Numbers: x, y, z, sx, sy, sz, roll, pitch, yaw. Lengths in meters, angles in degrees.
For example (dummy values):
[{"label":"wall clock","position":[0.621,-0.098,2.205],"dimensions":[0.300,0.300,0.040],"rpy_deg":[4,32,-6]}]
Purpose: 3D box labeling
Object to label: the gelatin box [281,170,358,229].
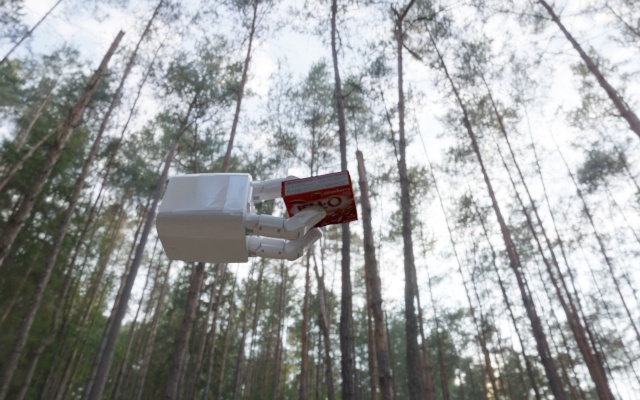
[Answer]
[{"label":"gelatin box","position":[0.000,0.002,0.615],"dimensions":[0.089,0.030,0.073],"rpy_deg":[-10,-41,5]}]
